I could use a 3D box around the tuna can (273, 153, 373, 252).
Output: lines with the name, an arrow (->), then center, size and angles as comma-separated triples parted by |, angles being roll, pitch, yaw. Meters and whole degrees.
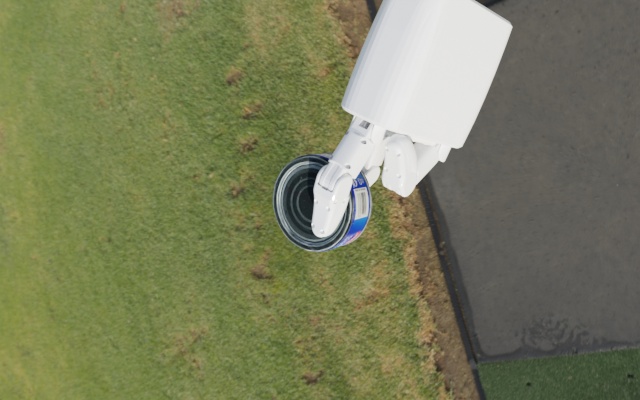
tuna can -> 0.000, 0.002, 0.420 | 0.086, 0.086, 0.034 | 0, 7, 34
